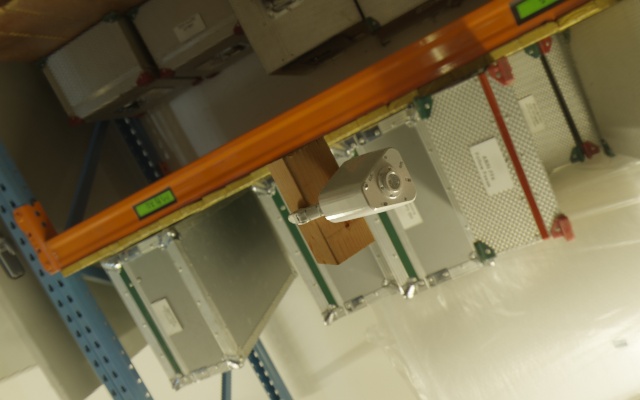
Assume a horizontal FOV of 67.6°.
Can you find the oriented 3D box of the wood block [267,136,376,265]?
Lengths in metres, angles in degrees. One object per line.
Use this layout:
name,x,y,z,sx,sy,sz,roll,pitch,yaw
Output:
wood block,0.000,0.003,0.853,0.091,0.206,0.090,-30,8,-24
